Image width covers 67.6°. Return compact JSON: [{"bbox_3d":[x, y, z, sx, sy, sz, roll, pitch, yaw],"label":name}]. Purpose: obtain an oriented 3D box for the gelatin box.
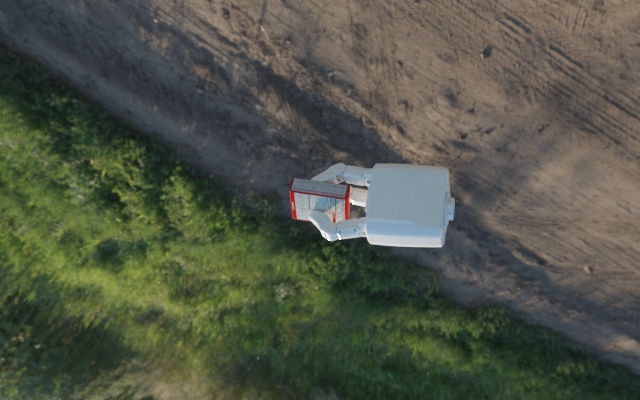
[{"bbox_3d":[0.000,0.003,0.728,0.089,0.030,0.073,7,-35,7],"label":"gelatin box"}]
